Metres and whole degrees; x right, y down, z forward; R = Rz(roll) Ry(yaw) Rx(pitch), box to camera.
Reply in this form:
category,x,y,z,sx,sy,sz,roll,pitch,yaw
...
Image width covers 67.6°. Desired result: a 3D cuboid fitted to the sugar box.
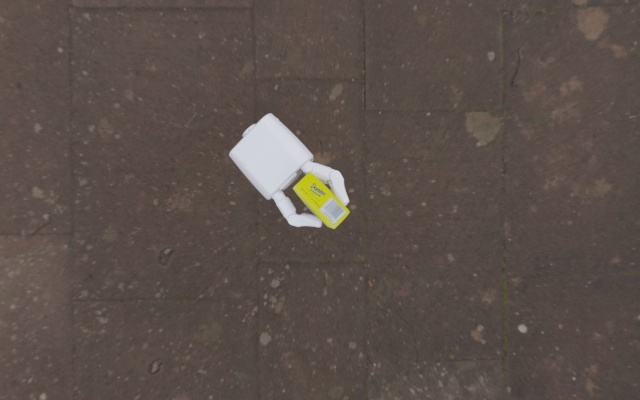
category,x,y,z,sx,sy,sz,roll,pitch,yaw
sugar box,0.000,0.002,0.832,0.048,0.093,0.176,-44,0,0
